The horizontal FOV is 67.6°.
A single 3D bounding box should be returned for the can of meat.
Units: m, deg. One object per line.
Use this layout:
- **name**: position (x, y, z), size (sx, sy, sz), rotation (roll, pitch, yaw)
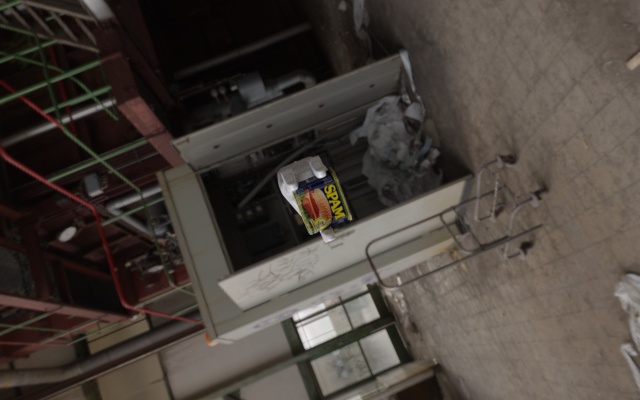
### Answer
- **can of meat**: position (0.000, 0.003, 0.874), size (0.084, 0.102, 0.057), rotation (-22, 24, -3)
